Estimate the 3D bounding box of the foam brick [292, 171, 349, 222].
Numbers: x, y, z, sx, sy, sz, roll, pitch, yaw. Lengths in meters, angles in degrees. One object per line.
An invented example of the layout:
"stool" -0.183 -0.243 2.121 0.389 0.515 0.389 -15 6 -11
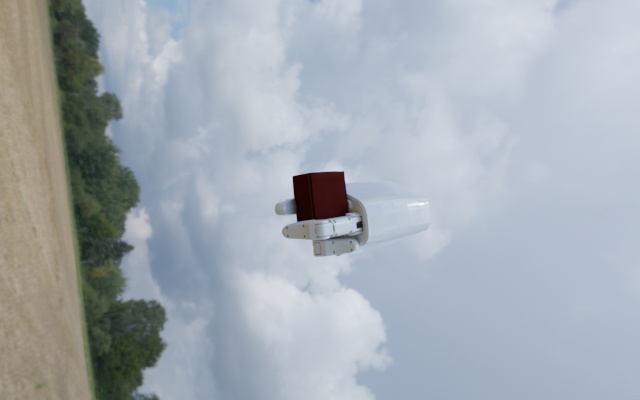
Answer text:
"foam brick" 0.000 0.002 0.614 0.051 0.078 0.053 -8 4 -27
